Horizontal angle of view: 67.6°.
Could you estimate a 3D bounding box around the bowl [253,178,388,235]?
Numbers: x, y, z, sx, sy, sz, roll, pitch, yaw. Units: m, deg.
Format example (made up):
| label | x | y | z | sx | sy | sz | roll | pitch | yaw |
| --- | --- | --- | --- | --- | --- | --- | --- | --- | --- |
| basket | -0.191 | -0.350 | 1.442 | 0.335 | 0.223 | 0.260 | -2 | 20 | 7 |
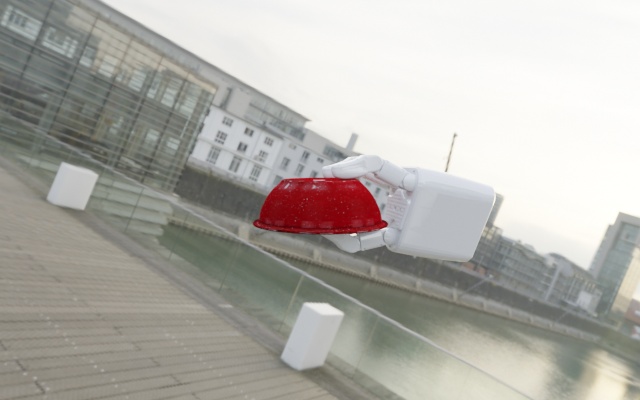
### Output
| label | x | y | z | sx | sy | sz | roll | pitch | yaw |
| --- | --- | --- | --- | --- | --- | --- | --- | --- | --- |
| bowl | -0.001 | 0.001 | 0.569 | 0.162 | 0.055 | 0.162 | 0 | 5 | 0 |
